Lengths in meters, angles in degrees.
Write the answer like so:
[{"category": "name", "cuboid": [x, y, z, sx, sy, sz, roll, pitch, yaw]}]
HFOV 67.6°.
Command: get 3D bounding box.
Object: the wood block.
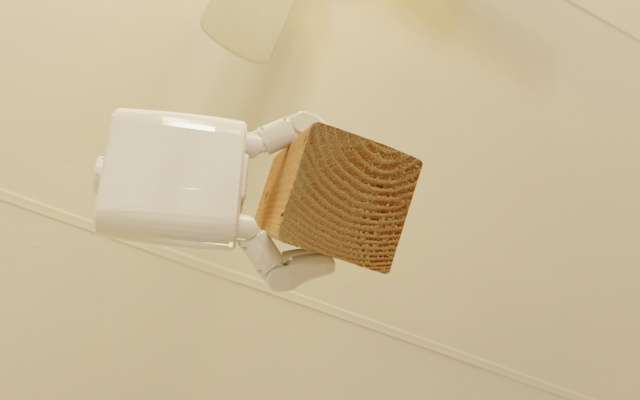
[{"category": "wood block", "cuboid": [0.000, 0.001, 0.439, 0.090, 0.091, 0.206, 18, -5, -12]}]
